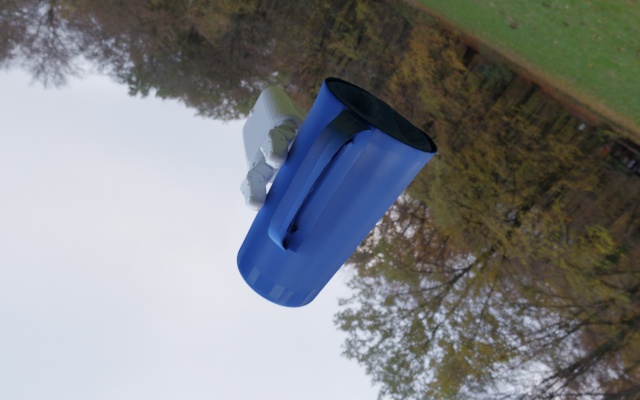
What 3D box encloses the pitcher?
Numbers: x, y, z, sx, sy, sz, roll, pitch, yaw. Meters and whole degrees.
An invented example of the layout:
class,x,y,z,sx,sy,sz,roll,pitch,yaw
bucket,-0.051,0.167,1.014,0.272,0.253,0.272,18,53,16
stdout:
class,x,y,z,sx,sy,sz,roll,pitch,yaw
pitcher,0.000,0.002,0.516,0.149,0.243,0.145,19,27,-29
